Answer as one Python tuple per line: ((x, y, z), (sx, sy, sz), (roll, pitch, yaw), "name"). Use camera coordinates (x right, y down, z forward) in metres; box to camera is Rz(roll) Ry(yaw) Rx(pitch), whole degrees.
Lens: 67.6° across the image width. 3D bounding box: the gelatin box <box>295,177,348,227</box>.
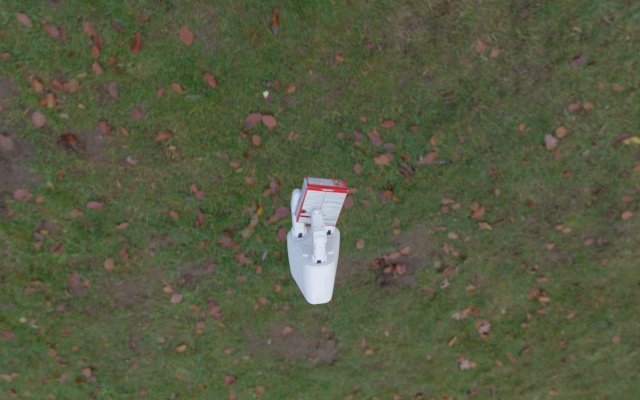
((0.000, 0.003, 0.827), (0.073, 0.089, 0.030), (5, 41, -15), "gelatin box")
